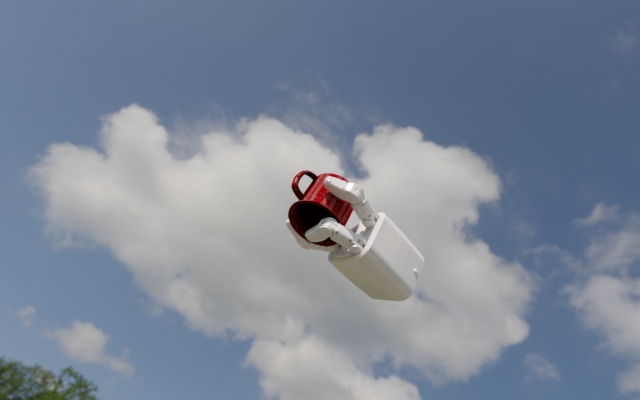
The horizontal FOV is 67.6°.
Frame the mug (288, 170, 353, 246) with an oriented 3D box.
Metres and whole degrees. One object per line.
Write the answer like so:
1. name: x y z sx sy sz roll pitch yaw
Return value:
1. mug: -0.001 0.001 0.746 0.093 0.117 0.081 -27 23 43
